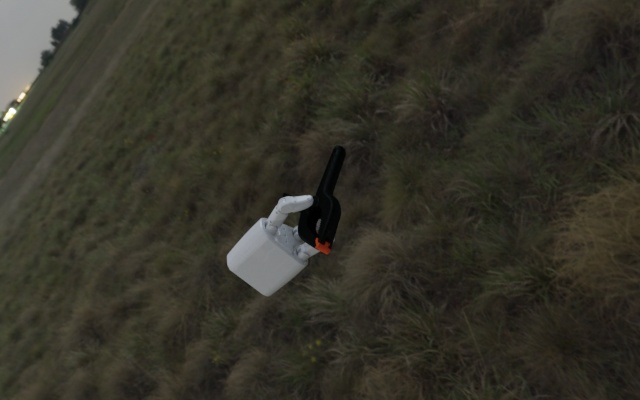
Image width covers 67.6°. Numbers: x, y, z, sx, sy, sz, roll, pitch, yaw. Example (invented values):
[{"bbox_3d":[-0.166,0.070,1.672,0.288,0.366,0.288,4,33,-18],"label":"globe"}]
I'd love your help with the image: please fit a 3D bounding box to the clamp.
[{"bbox_3d":[-0.001,0.003,0.841,0.036,0.164,0.209,32,24,-31],"label":"clamp"}]
